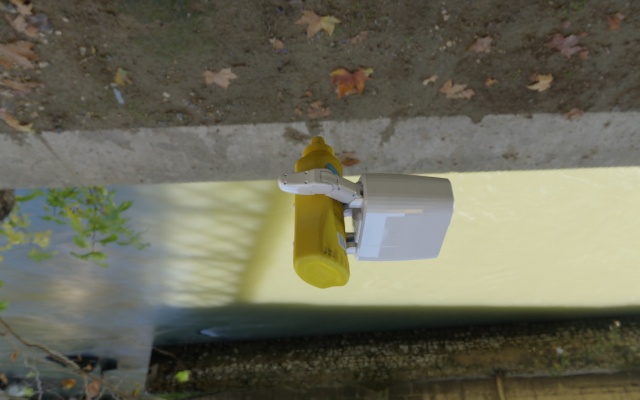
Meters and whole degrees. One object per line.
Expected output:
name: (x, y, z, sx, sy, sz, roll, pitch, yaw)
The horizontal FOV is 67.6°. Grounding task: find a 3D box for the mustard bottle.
mustard bottle: (0.000, 0.002, 0.578, 0.058, 0.191, 0.096, -12, -32, 17)
